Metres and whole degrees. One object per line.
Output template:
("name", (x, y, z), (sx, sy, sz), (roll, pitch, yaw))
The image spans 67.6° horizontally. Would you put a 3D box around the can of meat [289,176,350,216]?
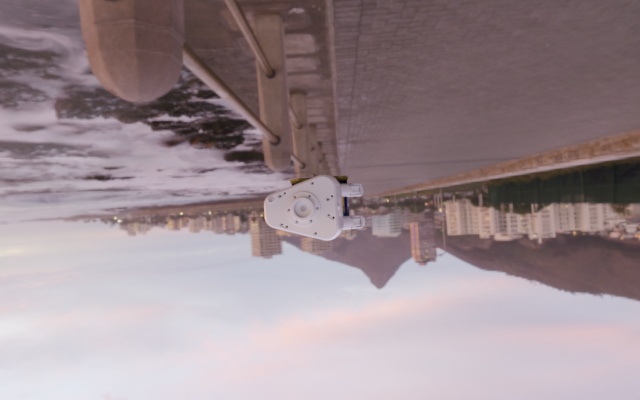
("can of meat", (0.000, 0.003, 0.826), (0.102, 0.084, 0.057), (-4, -1, 1))
